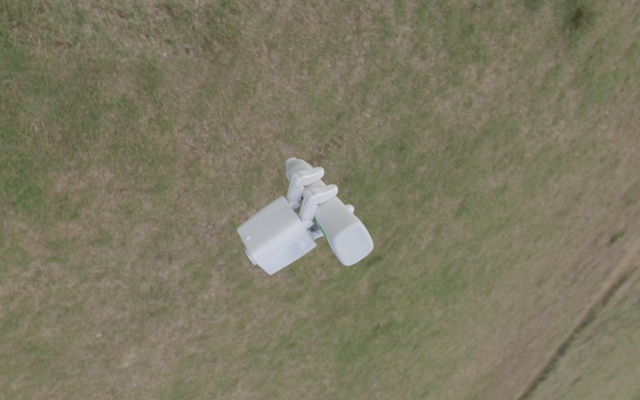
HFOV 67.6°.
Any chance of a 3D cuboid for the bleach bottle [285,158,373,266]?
[{"bbox_3d":[0.000,0.003,0.893,0.068,0.103,0.250,-34,47,-4],"label":"bleach bottle"}]
